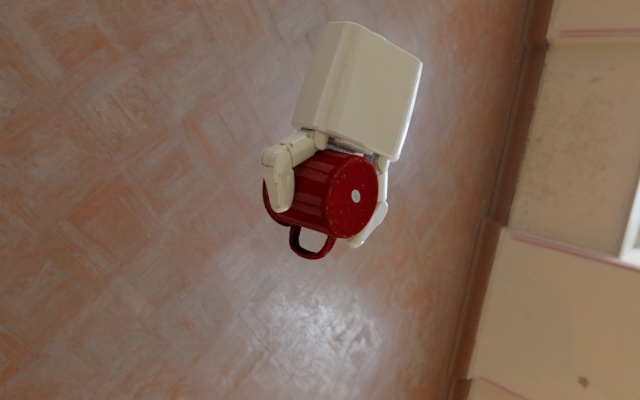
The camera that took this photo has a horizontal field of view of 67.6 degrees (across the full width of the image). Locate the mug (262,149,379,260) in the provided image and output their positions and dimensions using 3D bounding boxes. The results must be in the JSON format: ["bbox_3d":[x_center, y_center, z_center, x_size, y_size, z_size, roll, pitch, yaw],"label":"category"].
[{"bbox_3d":[0.000,0.003,0.475,0.081,0.117,0.093,15,-1,41],"label":"mug"}]
